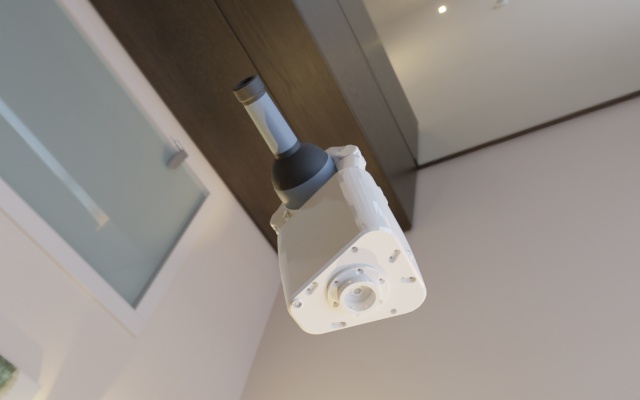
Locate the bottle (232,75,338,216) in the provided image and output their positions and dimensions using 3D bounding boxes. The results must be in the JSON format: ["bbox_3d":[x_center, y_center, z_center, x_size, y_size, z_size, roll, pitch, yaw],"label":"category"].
[{"bbox_3d":[0.000,0.002,0.507,0.069,0.296,0.069,-25,28,14],"label":"bottle"}]
